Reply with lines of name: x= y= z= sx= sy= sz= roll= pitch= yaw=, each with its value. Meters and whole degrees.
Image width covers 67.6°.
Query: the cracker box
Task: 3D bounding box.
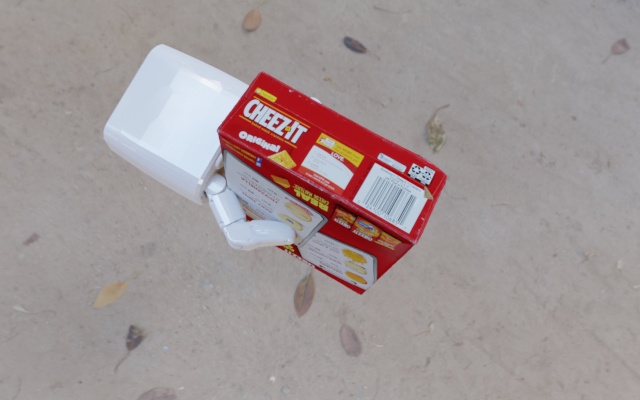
cracker box: x=0.000 y=0.002 z=0.438 sx=0.164 sy=0.072 sz=0.214 roll=29 pitch=-20 yaw=5
